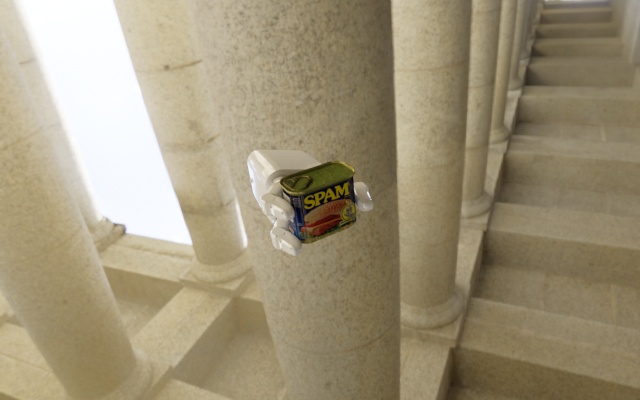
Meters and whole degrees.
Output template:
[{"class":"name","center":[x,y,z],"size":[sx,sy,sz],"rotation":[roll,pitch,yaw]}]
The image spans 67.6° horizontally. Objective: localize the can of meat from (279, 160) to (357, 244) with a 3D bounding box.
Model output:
[{"class":"can of meat","center":[0.000,0.002,0.664],"size":[0.102,0.084,0.057],"rotation":[-20,32,-21]}]
